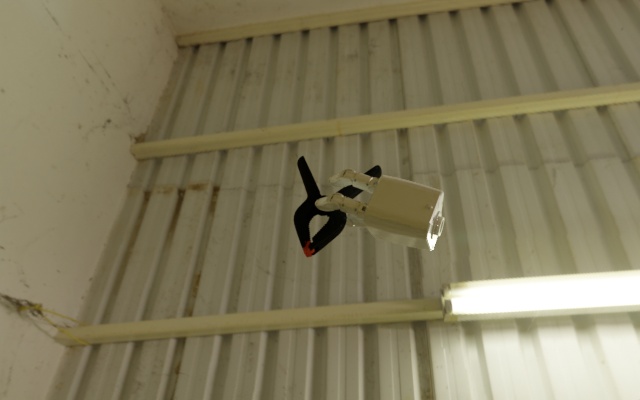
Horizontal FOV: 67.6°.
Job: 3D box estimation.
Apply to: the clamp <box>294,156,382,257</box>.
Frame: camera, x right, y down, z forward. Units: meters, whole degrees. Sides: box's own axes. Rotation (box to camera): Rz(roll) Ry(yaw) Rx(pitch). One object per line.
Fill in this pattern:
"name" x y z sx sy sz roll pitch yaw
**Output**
"clamp" 0.000 0.004 0.858 0.164 0.210 0.036 14 -31 23
